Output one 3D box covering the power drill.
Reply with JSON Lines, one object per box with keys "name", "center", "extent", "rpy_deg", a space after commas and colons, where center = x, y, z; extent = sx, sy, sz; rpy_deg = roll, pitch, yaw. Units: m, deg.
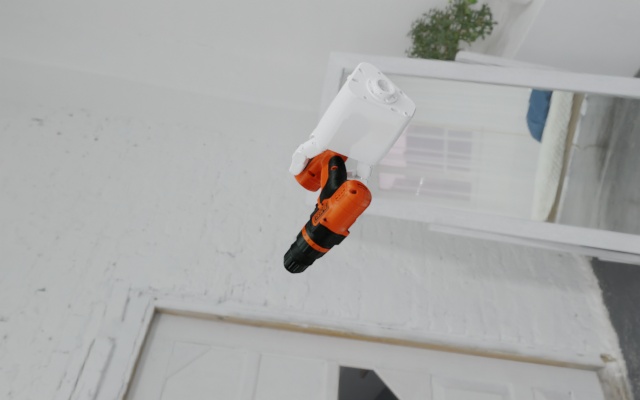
{"name": "power drill", "center": [0.000, 0.002, 0.744], "extent": [0.057, 0.184, 0.187], "rpy_deg": [28, 31, -27]}
